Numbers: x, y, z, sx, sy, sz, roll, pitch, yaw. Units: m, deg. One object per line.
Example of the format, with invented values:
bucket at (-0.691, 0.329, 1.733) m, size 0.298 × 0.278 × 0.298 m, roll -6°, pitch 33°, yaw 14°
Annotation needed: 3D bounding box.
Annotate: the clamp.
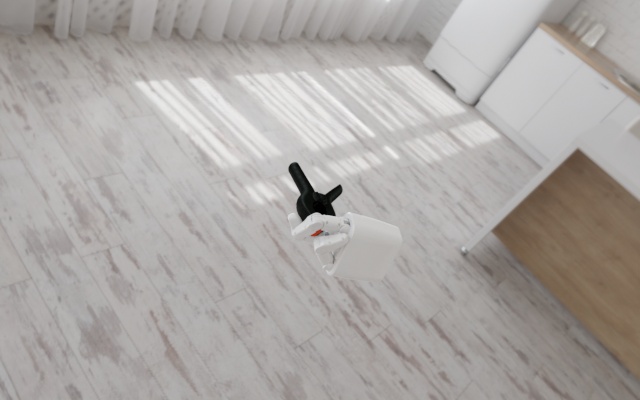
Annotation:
clamp at (0.000, 0.003, 0.891) m, size 0.120 × 0.171 × 0.039 m, roll 15°, pitch -49°, yaw -24°
